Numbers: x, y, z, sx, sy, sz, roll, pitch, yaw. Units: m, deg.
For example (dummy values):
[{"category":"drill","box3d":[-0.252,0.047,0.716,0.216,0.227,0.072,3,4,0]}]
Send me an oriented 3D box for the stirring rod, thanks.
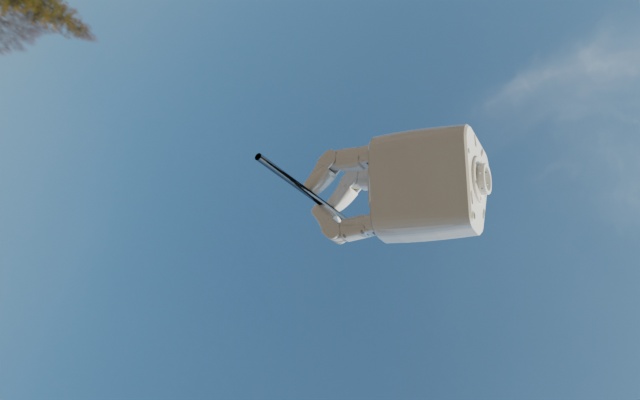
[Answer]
[{"category":"stirring rod","box3d":[0.000,0.002,0.569,0.011,0.011,0.240,0,-22,34]}]
